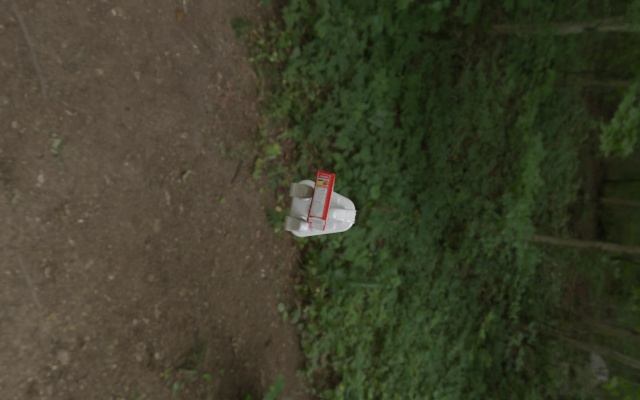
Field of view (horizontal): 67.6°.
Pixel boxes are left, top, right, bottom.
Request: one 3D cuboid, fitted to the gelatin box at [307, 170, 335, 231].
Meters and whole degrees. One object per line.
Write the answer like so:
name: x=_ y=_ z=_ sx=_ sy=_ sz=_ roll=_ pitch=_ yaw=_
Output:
gelatin box: x=0.001 y=0.002 z=0.734 sx=0.030 sy=0.073 sz=0.089 roll=12 pitch=-14 yaw=1
